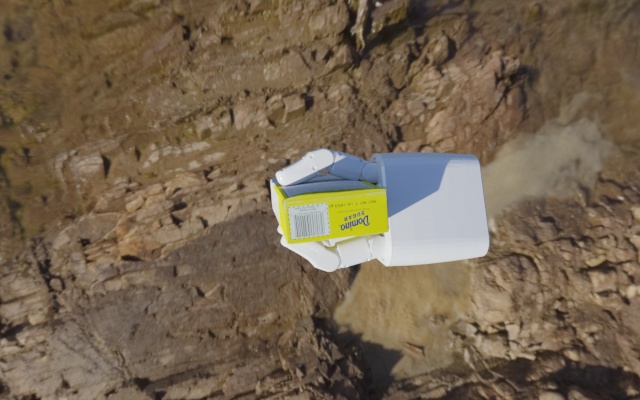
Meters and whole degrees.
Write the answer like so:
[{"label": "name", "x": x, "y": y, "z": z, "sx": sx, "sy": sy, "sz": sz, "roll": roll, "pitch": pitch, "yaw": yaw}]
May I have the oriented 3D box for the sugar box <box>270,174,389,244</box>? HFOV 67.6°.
[{"label": "sugar box", "x": 0.000, "y": 0.002, "z": 0.491, "sx": 0.093, "sy": 0.048, "sz": 0.176, "roll": -5, "pitch": 7, "yaw": -8}]
